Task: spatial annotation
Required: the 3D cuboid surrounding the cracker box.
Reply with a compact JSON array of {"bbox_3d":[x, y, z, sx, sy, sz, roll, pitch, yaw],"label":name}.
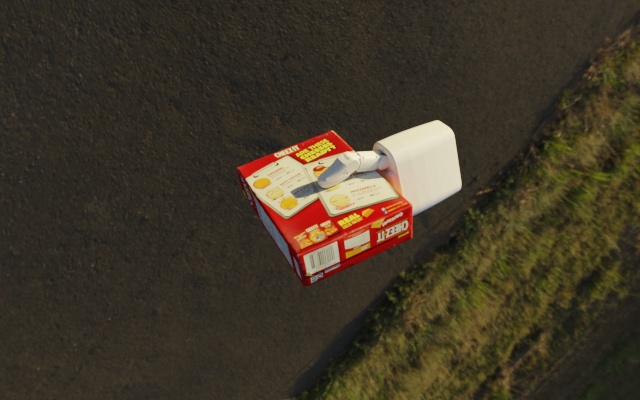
[{"bbox_3d":[0.000,0.002,0.665,0.164,0.072,0.213,-23,42,-17],"label":"cracker box"}]
